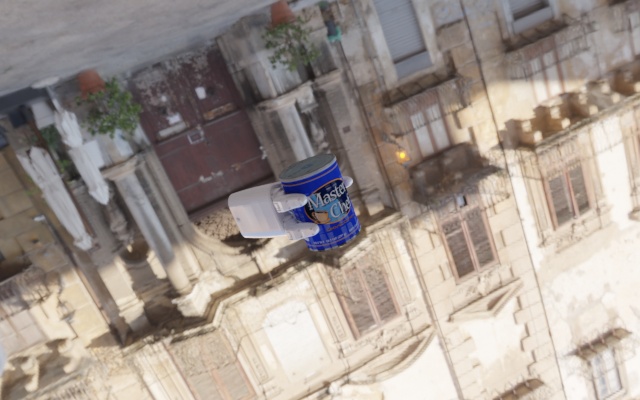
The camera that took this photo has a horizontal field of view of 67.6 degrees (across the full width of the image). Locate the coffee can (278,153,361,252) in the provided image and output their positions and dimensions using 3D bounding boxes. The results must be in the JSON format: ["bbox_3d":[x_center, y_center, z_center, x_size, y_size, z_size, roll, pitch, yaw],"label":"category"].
[{"bbox_3d":[0.000,0.003,0.828,0.103,0.140,0.102,-19,18,7],"label":"coffee can"}]
